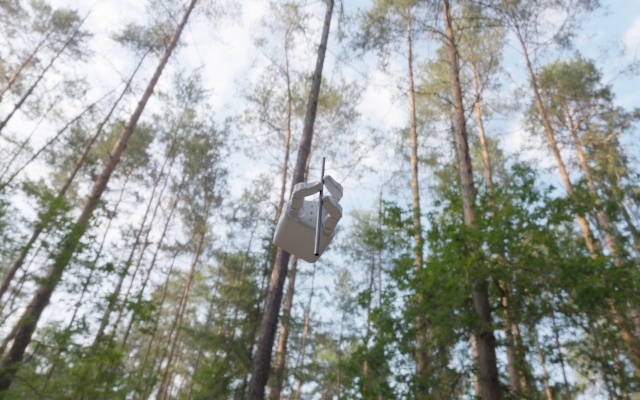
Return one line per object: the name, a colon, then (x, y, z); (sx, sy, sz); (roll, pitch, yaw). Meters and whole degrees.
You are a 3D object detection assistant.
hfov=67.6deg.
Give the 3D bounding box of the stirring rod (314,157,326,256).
stirring rod: (0.000, 0.003, 0.889); (0.011, 0.239, 0.011); (2, -42, 2)
